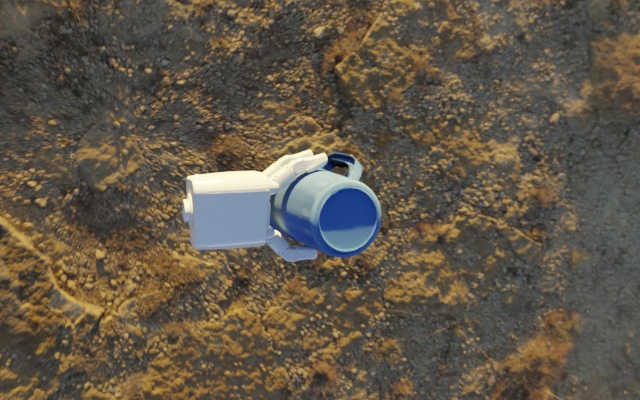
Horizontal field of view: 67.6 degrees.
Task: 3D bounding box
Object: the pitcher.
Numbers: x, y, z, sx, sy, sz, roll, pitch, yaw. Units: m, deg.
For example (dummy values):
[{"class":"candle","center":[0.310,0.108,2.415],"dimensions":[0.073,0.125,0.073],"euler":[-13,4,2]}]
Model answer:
[{"class":"pitcher","center":[0.000,0.003,0.748],"dimensions":[0.145,0.149,0.243],"euler":[-2,8,-22]}]
